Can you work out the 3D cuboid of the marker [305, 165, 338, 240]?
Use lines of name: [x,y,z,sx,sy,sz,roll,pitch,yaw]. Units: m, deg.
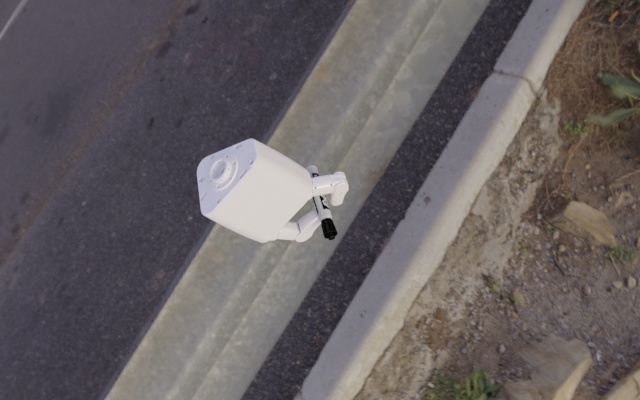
marker: [0.000,0.002,0.658,0.020,0.121,0.020,-11,-35,-8]
